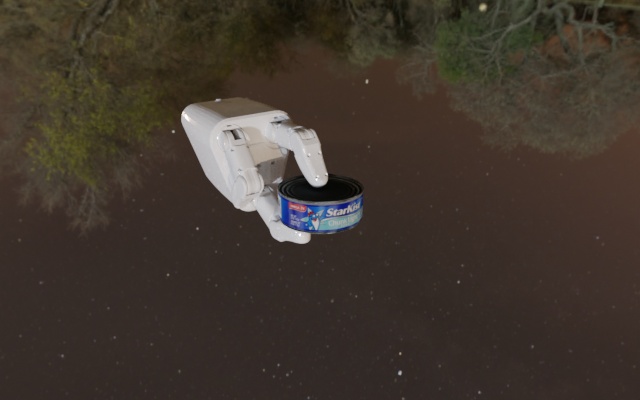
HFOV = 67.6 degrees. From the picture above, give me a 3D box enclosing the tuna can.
[{"bbox_3d":[0.000,0.002,0.477,0.086,0.034,0.086,0,21,0],"label":"tuna can"}]
